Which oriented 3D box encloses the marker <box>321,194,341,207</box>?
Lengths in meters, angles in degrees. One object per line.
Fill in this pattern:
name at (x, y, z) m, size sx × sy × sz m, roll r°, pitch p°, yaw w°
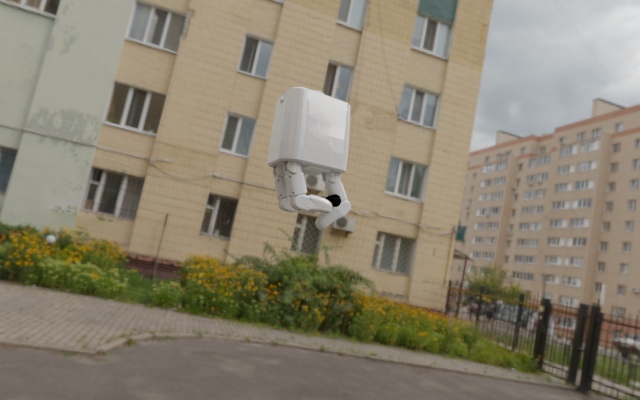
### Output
marker at (0.000, 0.002, 0.735) m, size 0.020 × 0.020 × 0.121 m, roll 0°, pitch -3°, yaw -23°
